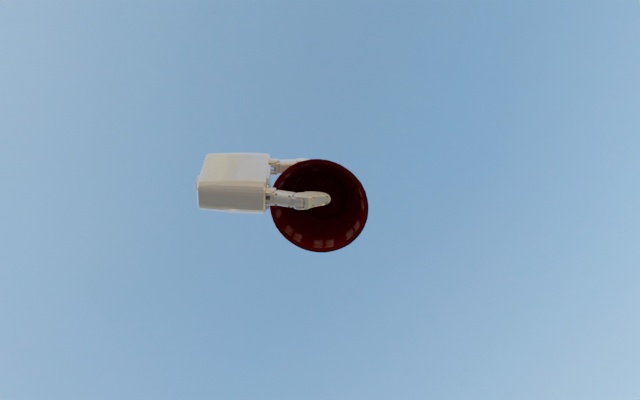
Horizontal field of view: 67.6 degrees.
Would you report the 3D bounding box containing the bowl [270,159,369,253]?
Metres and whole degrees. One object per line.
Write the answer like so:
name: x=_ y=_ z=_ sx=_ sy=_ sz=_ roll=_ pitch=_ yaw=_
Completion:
bowl: x=0.001 y=0.003 z=0.792 sx=0.162 sy=0.162 sz=0.055 roll=0 pitch=20 yaw=9
